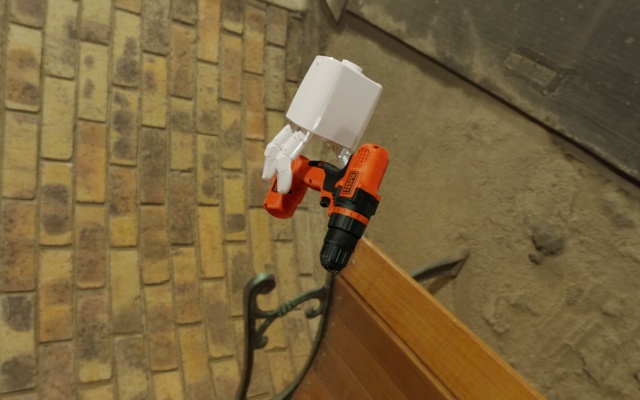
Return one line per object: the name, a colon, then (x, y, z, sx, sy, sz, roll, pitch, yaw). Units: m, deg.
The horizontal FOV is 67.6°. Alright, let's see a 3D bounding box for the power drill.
power drill: (0.000, 0.002, 0.695, 0.187, 0.184, 0.057, 11, -18, 46)
